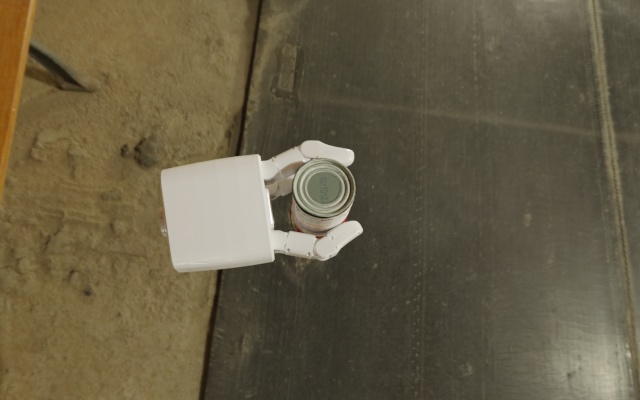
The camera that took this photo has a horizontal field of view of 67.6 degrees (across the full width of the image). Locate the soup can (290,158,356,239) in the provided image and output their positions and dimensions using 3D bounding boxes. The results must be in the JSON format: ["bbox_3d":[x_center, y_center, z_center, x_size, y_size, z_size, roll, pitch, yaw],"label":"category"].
[{"bbox_3d":[0.001,0.002,0.533,0.068,0.068,0.102,0,-19,-4],"label":"soup can"}]
